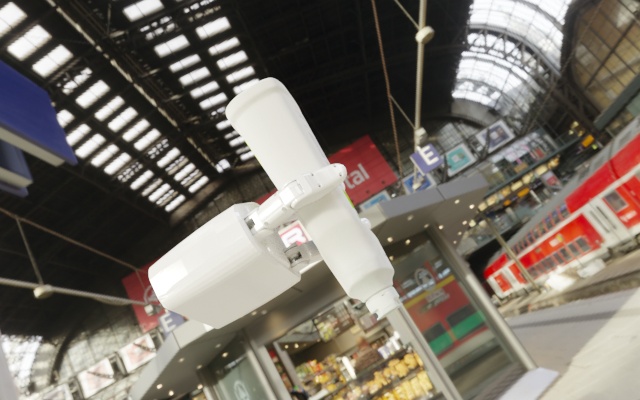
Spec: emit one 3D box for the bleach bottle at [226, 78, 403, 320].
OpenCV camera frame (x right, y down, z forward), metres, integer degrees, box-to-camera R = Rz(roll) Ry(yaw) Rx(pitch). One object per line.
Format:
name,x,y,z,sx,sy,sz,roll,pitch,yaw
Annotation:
bleach bottle,0.000,0.002,0.477,0.068,0.250,0.102,-34,-19,5
